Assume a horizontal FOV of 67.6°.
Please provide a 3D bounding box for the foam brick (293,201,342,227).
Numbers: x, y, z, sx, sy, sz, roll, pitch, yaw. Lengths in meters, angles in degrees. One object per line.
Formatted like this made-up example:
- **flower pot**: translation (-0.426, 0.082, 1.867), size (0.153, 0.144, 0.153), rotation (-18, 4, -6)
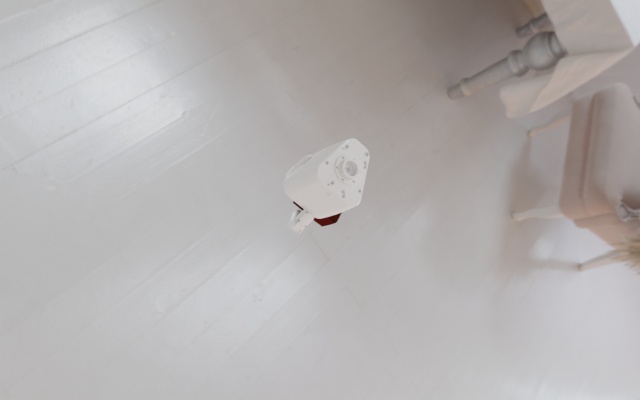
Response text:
- **foam brick**: translation (0.000, 0.003, 0.871), size (0.078, 0.053, 0.051), rotation (39, -28, -19)
